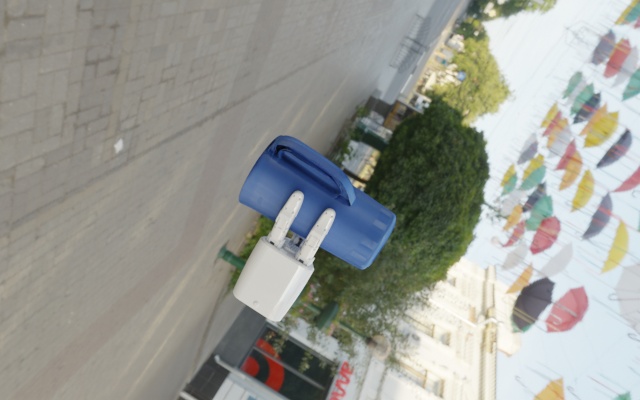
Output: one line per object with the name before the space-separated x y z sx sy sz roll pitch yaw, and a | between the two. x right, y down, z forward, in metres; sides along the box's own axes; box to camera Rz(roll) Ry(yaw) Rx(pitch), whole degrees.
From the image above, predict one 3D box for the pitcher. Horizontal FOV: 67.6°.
pitcher | 0.000 0.003 0.782 0.243 0.145 0.149 32 9 3
